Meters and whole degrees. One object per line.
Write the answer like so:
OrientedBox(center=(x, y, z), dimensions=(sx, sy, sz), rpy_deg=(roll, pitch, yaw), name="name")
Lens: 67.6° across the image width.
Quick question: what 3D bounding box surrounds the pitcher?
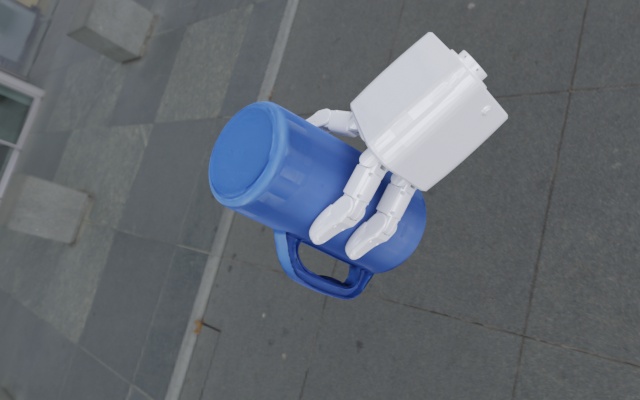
OrientedBox(center=(0.000, 0.002, 0.524), dimensions=(0.145, 0.149, 0.243), rpy_deg=(-40, -41, 22), name="pitcher")
